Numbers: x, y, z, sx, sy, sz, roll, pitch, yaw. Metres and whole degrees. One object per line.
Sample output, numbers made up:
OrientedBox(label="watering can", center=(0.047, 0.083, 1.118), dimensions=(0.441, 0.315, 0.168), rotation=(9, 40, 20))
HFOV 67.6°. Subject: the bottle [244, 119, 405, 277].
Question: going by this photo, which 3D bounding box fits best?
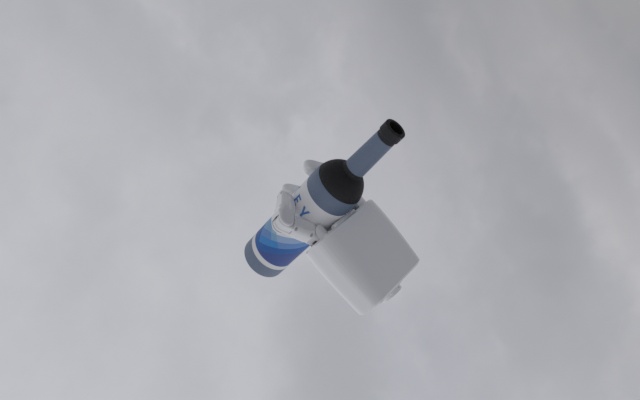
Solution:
OrientedBox(label="bottle", center=(0.000, 0.002, 0.614), dimensions=(0.069, 0.069, 0.296), rotation=(0, -34, -43))
